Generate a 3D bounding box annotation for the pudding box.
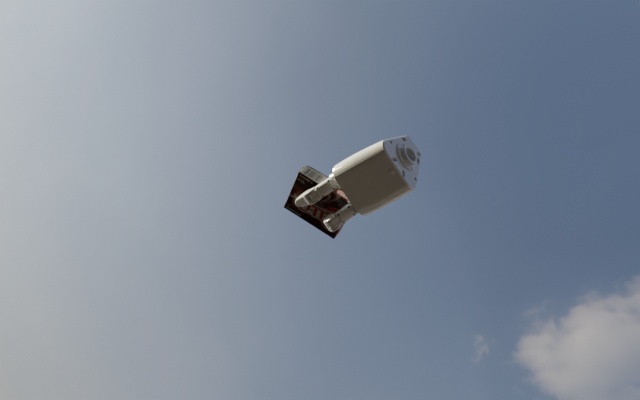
[{"bbox_3d":[0.000,0.003,0.855,0.113,0.090,0.039,33,38,9],"label":"pudding box"}]
